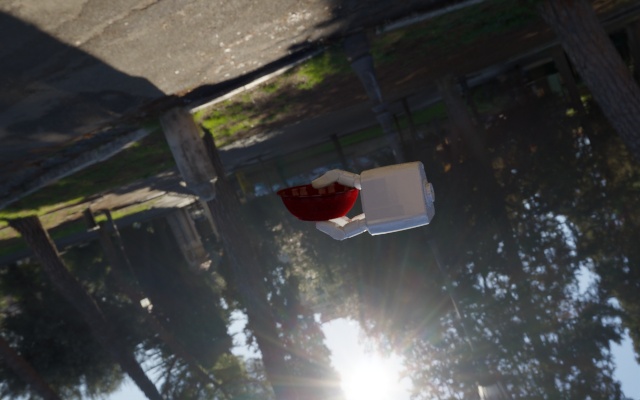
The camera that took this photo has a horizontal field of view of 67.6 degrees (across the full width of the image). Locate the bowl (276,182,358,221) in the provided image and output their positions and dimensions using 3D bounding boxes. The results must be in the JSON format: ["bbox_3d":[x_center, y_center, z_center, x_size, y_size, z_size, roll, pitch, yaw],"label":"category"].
[{"bbox_3d":[-0.001,0.003,0.899,0.162,0.055,0.162,-5,9,1],"label":"bowl"}]
